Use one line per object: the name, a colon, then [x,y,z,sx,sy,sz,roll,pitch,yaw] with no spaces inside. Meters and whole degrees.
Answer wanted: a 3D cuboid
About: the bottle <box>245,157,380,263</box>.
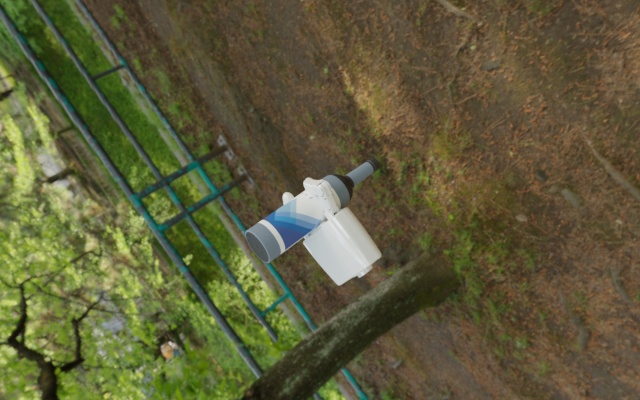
bottle: [0.000,0.003,0.872,0.295,0.069,0.069,-35,18,-27]
